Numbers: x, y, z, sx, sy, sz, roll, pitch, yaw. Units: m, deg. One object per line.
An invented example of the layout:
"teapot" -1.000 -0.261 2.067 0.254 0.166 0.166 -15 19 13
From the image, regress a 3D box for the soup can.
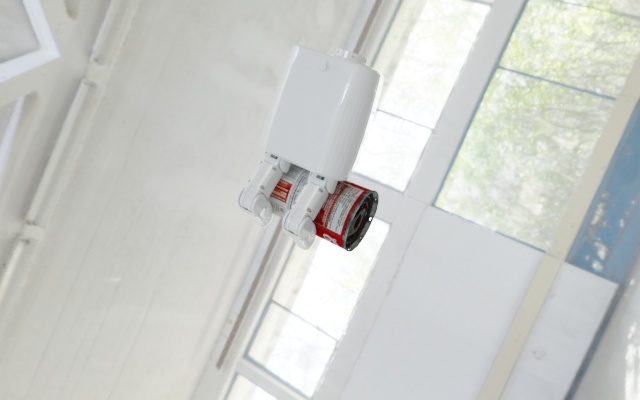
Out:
"soup can" 0.000 0.002 0.500 0.102 0.068 0.068 25 10 22
